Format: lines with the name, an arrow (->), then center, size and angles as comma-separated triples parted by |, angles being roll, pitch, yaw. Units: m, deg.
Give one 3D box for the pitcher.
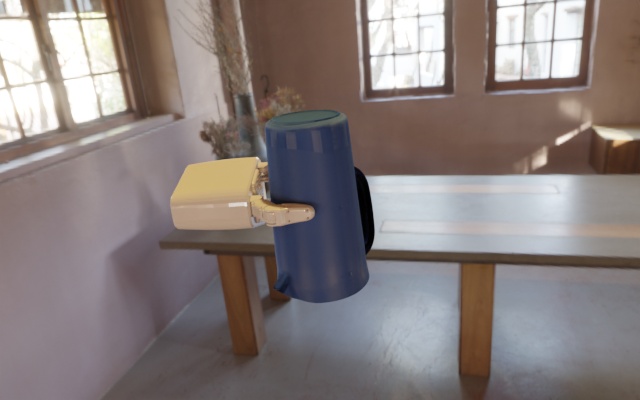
pitcher -> 0.000, 0.002, 0.657 | 0.145, 0.243, 0.149 | -4, 19, 6
